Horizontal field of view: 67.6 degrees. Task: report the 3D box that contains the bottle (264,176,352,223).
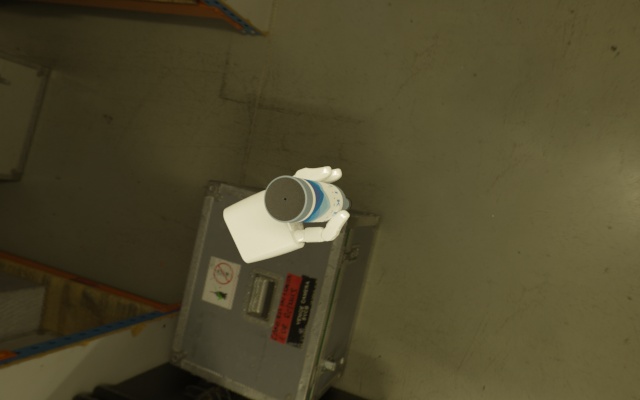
[{"bbox_3d":[0.000,0.003,0.805,0.069,0.069,0.296,0,-2,20],"label":"bottle"}]
